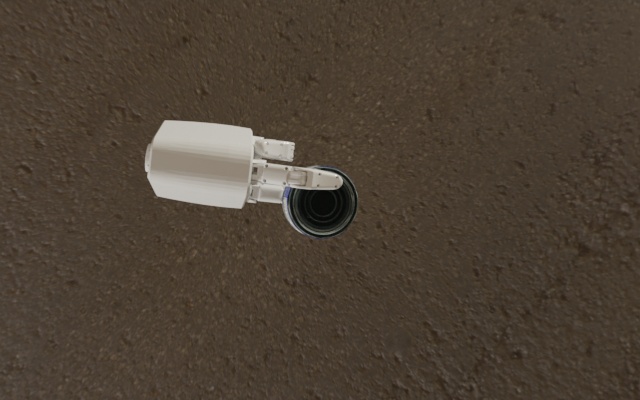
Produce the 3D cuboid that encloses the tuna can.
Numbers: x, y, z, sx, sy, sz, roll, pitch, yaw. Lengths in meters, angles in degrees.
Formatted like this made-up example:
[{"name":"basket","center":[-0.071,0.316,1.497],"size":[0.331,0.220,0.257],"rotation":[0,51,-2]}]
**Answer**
[{"name":"tuna can","center":[0.000,0.002,0.558],"size":[0.086,0.086,0.034],"rotation":[0,3,-15]}]
